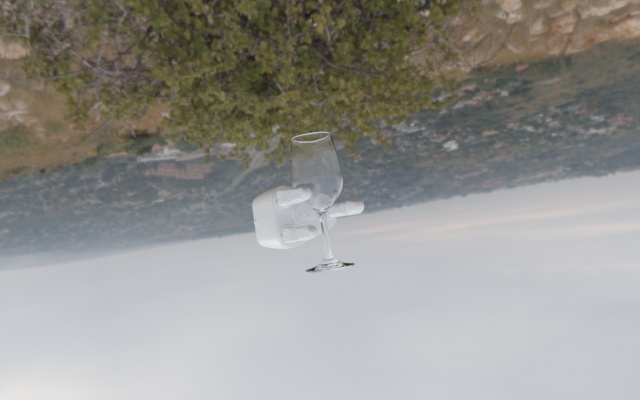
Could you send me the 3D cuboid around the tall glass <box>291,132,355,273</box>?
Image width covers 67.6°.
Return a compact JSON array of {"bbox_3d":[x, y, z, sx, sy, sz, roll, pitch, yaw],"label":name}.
[{"bbox_3d":[0.000,0.003,0.714,0.079,0.201,0.079,-8,-2,0],"label":"tall glass"}]
